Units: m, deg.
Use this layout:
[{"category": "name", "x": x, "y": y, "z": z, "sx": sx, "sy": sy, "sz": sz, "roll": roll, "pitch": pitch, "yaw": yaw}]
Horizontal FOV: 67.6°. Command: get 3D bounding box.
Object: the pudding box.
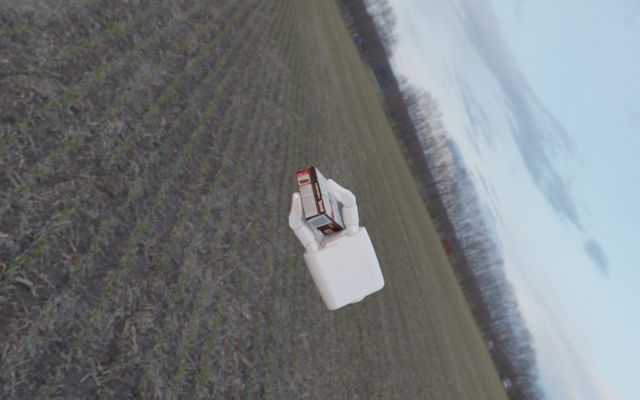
[{"category": "pudding box", "x": 0.000, "y": 0.003, "z": 0.818, "sx": 0.039, "sy": 0.090, "sz": 0.113, "roll": -18, "pitch": -21, "yaw": 11}]
